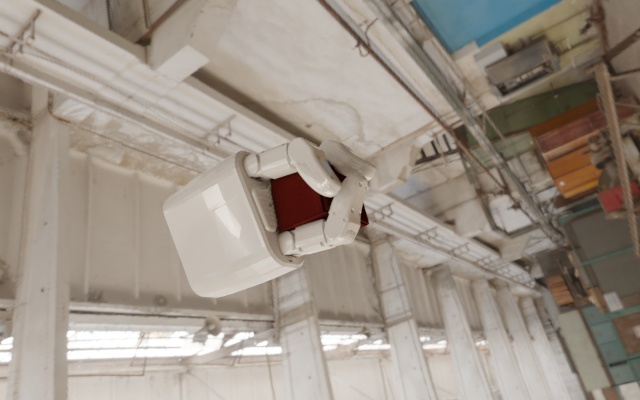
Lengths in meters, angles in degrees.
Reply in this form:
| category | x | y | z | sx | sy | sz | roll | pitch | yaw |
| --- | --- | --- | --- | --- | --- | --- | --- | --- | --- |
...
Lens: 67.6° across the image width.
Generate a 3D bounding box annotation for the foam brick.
| category | x | y | z | sx | sy | sz | roll | pitch | yaw |
| --- | --- | --- | --- | --- | --- | --- | --- | --- | --- |
| foam brick | 0.000 | 0.002 | 0.445 | 0.051 | 0.053 | 0.078 | -25 | -25 | 27 |
